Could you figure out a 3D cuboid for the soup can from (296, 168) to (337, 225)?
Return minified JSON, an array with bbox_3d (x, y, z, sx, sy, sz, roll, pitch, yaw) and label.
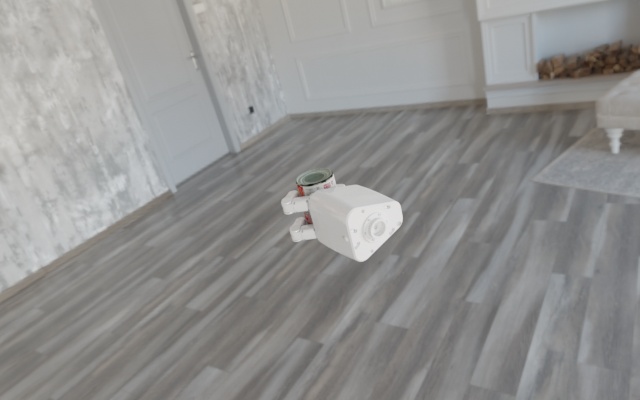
[{"bbox_3d":[0.000,0.002,0.838,0.068,0.102,0.068,-12,25,6],"label":"soup can"}]
